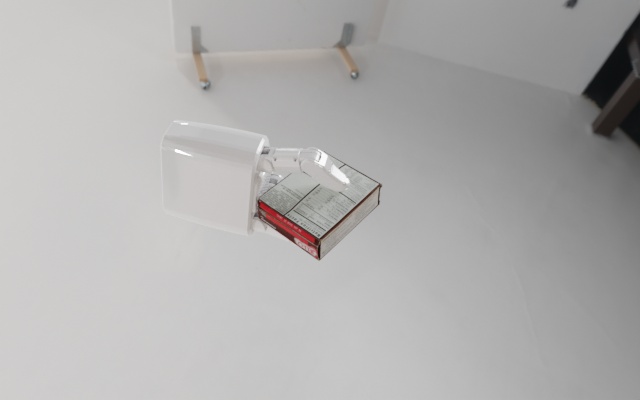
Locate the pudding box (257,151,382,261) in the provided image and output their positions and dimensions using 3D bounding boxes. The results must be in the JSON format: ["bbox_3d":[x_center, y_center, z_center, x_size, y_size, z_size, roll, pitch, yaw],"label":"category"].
[{"bbox_3d":[0.000,0.002,0.529,0.090,0.039,0.113,33,55,24],"label":"pudding box"}]
